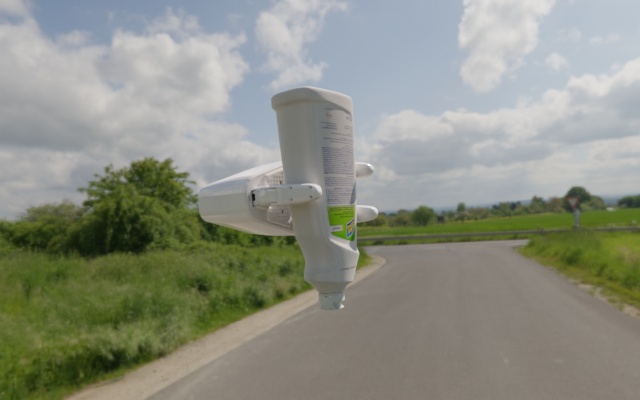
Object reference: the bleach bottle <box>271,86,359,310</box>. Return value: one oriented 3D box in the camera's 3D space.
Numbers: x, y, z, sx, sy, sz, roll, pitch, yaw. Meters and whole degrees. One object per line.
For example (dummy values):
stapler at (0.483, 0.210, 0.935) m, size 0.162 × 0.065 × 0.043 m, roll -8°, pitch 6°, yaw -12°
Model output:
bleach bottle at (0.000, 0.002, 0.560) m, size 0.068 × 0.251 × 0.102 m, roll -5°, pitch -2°, yaw 41°
